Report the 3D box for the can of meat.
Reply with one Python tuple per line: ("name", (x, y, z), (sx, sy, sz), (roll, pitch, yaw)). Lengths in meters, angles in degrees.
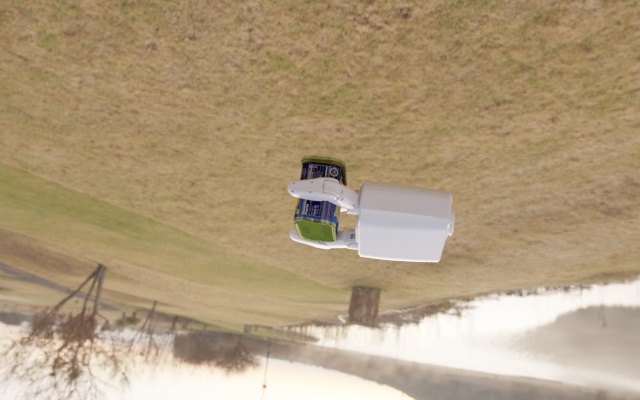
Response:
("can of meat", (0.000, 0.002, 0.611), (0.057, 0.084, 0.102), (6, -18, 6))
